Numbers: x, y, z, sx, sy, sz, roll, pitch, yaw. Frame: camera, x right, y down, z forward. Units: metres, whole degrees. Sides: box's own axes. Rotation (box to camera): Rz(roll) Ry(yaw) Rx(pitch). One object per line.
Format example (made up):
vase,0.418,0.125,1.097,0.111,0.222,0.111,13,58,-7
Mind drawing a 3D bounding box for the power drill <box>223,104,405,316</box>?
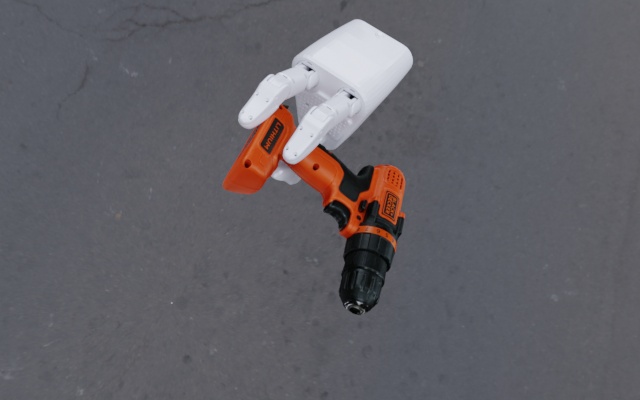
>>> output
power drill,0.000,0.001,0.486,0.188,0.184,0.057,33,-43,-16
